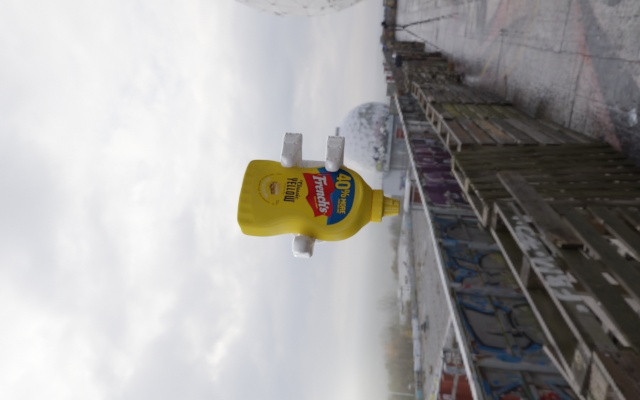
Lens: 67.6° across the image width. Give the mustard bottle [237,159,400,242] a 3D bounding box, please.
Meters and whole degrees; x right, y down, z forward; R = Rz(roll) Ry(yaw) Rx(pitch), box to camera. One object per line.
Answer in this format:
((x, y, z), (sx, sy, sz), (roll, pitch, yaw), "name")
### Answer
((0.000, 0.002, 0.584), (0.191, 0.096, 0.058), (4, -30, 5), "mustard bottle")
